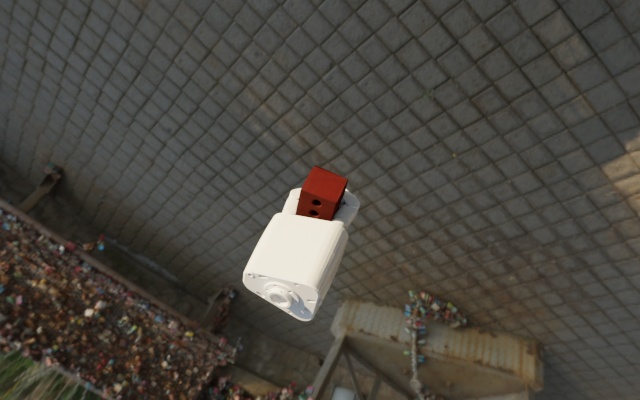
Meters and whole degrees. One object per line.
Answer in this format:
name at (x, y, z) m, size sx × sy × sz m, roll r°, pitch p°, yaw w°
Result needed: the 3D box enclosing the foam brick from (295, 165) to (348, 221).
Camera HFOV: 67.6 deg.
foam brick at (0.000, 0.002, 0.666) m, size 0.053 × 0.051 × 0.078 m, roll 22°, pitch -42°, yaw 7°
